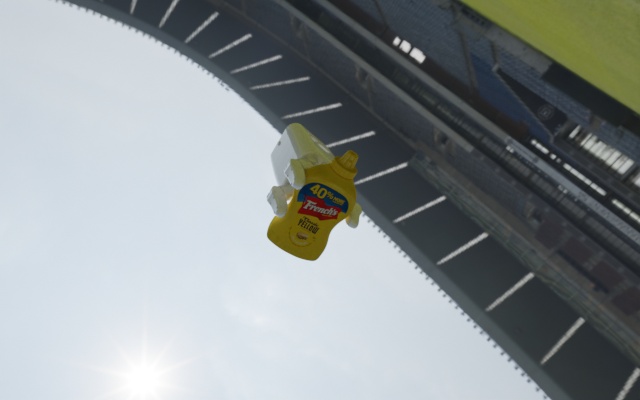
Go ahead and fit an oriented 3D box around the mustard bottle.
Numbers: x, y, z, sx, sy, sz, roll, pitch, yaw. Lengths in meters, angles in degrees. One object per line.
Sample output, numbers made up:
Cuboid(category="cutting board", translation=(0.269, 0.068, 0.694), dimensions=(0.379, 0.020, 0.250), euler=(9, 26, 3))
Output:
Cuboid(category="mustard bottle", translation=(0.000, 0.003, 0.739), dimensions=(0.096, 0.192, 0.058), euler=(29, 26, -11))
